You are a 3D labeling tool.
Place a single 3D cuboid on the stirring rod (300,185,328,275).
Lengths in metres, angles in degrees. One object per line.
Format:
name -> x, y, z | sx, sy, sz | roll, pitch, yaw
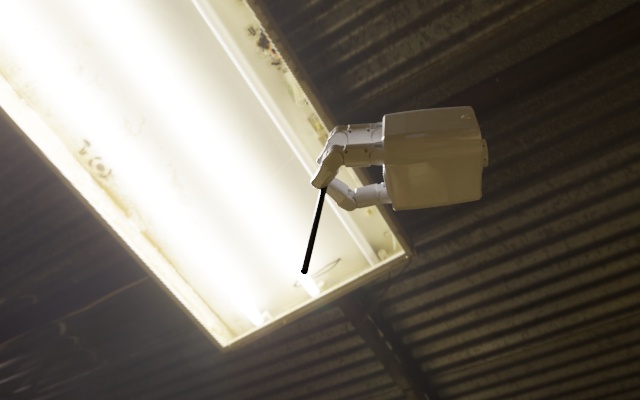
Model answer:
stirring rod -> 0.000, 0.002, 0.551 | 0.011, 0.011, 0.239 | 0, 33, 9
